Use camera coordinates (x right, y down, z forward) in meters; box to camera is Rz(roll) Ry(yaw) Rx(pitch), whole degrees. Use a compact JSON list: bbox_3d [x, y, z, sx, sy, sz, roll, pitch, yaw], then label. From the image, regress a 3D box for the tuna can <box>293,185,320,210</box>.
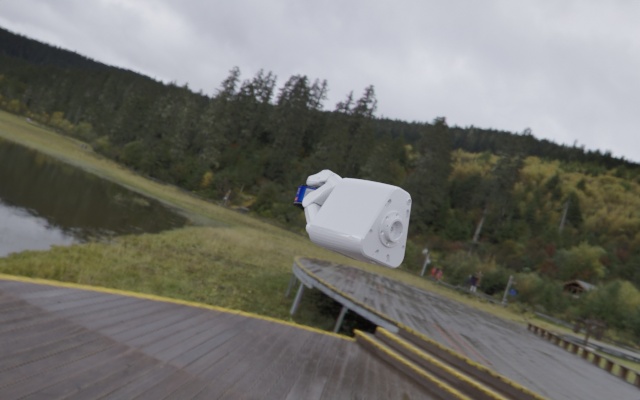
[{"bbox_3d":[0.000,0.002,0.796,0.086,0.033,0.086,16,-8,2],"label":"tuna can"}]
